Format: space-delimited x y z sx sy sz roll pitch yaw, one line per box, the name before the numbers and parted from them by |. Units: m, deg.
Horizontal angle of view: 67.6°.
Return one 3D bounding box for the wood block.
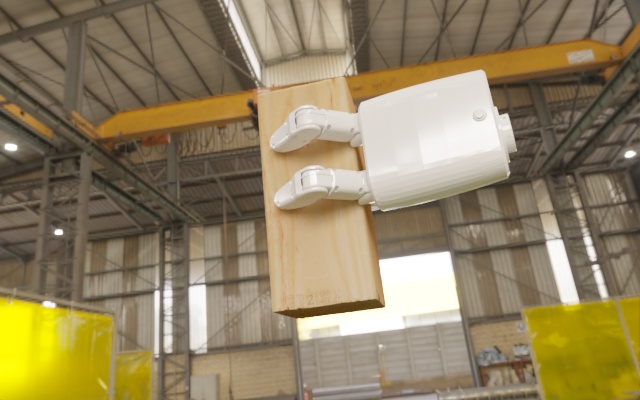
wood block | 0.001 0.001 0.458 0.090 0.206 0.091 -10 -19 10
